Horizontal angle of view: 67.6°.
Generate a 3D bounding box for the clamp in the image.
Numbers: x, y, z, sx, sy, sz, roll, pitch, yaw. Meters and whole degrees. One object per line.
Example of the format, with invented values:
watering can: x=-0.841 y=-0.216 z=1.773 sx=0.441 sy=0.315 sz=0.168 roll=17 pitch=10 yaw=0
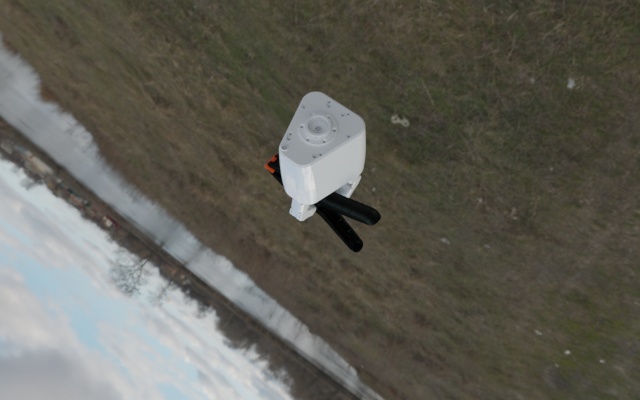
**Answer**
clamp: x=-0.001 y=0.003 z=0.766 sx=0.210 sy=0.036 sz=0.165 roll=35 pitch=-21 yaw=16
